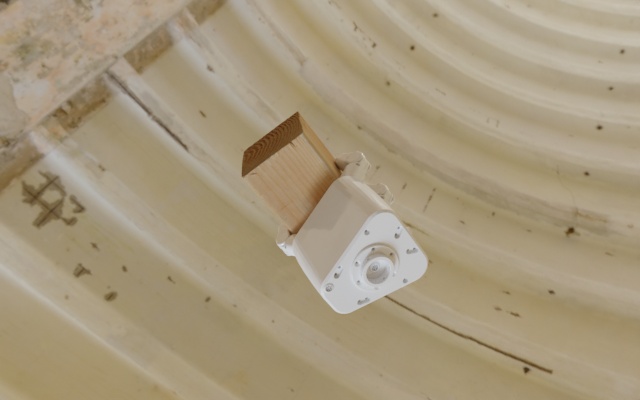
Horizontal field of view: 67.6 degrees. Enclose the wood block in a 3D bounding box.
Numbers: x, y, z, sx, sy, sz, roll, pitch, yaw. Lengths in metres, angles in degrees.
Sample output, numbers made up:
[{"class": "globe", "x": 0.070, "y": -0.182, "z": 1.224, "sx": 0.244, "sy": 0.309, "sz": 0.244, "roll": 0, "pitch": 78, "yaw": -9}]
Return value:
[{"class": "wood block", "x": 0.000, "y": 0.002, "z": 0.613, "sx": 0.091, "sy": 0.206, "sz": 0.090, "roll": -35, "pitch": 25, "yaw": 10}]
